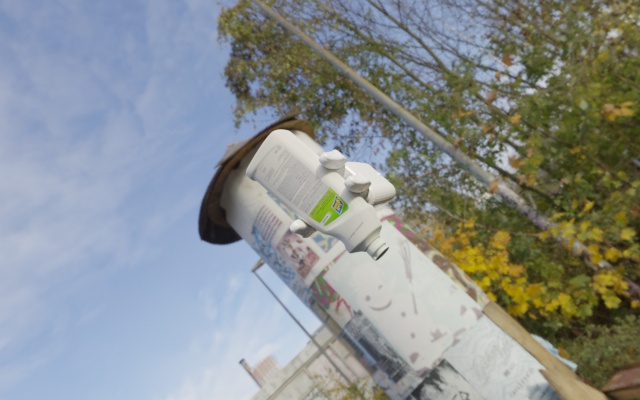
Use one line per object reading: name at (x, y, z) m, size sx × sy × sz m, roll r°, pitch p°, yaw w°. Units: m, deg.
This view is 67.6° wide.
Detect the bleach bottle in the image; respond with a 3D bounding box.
bleach bottle at (0.000, 0.002, 0.738) m, size 0.250 × 0.102 × 0.068 m, roll 44°, pitch 23°, yaw 19°
